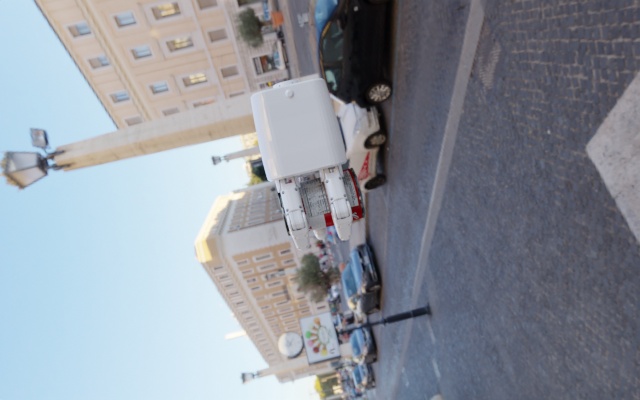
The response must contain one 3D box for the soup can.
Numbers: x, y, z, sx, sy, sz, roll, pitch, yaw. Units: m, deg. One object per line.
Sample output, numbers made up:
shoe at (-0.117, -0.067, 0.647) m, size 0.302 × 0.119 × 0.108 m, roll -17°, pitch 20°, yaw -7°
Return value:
soup can at (0.000, 0.003, 0.618) m, size 0.102 × 0.068 × 0.068 m, roll -14°, pitch 1°, yaw -3°
